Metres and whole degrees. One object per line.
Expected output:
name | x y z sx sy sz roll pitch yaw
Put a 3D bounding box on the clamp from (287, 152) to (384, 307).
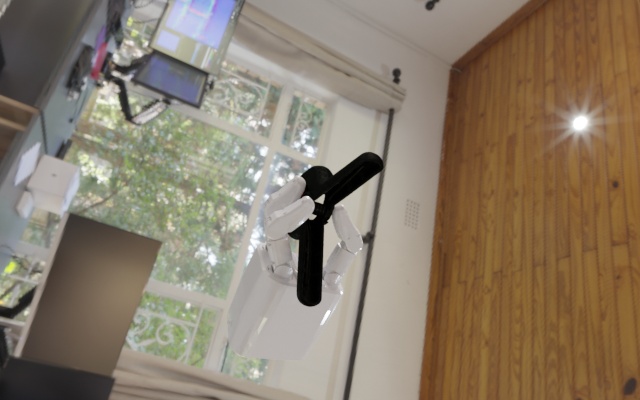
clamp | 0.001 0.002 0.546 0.036 0.164 0.210 24 13 -20
